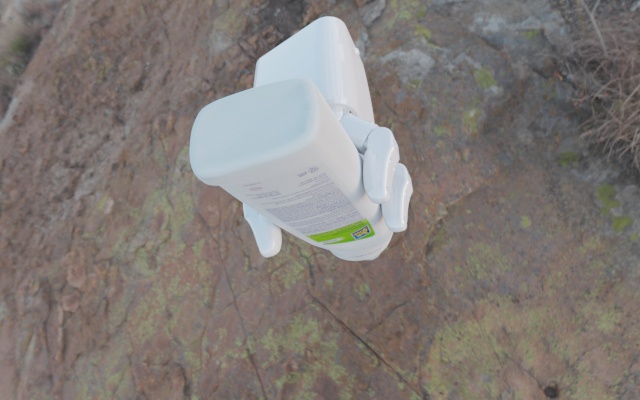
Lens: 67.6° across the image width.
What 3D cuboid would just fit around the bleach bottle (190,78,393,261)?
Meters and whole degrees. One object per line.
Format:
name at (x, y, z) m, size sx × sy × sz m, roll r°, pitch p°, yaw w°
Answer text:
bleach bottle at (0.000, 0.001, 0.420) m, size 0.102 × 0.068 × 0.251 m, roll -13°, pitch -30°, yaw 17°
